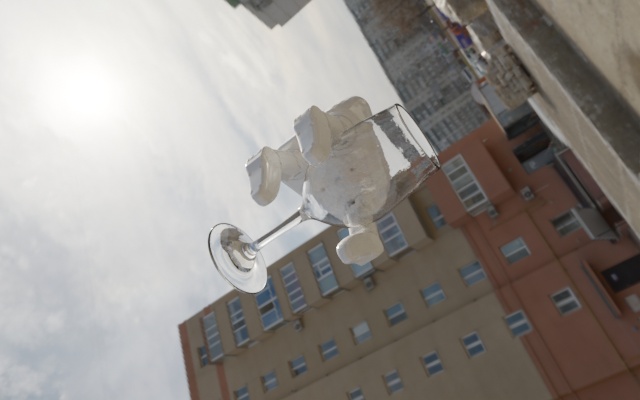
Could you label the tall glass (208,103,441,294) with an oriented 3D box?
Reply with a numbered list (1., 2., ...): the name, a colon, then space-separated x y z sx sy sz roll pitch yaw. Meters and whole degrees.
1. tall glass: 0.000 0.002 0.407 0.201 0.079 0.079 -34 -14 22
